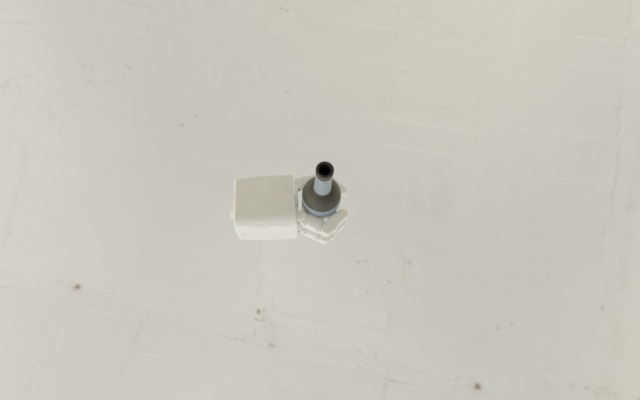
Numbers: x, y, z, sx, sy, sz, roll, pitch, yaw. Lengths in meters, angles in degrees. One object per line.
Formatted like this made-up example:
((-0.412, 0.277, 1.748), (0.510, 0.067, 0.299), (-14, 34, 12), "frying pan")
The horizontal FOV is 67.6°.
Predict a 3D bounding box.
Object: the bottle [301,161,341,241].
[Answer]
((0.000, 0.003, 0.836), (0.069, 0.069, 0.296), (0, -19, -3), "bottle")
